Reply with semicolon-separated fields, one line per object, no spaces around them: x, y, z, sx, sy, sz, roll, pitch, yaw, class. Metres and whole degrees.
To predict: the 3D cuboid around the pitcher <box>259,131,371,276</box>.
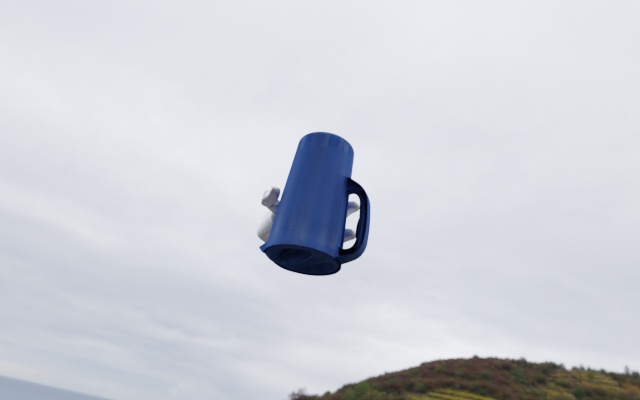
0.000;0.003;0.844;0.149;0.242;0.145;21;-28;-17;pitcher
